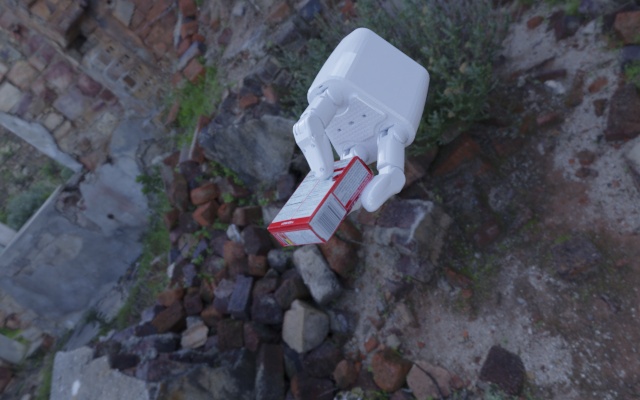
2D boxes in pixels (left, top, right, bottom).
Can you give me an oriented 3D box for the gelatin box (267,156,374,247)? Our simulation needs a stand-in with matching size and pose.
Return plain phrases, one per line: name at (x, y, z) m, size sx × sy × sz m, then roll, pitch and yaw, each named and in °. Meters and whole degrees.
gelatin box at (0.000, 0.001, 0.452) m, size 0.030 × 0.089 × 0.073 m, roll 48°, pitch -30°, yaw -20°
